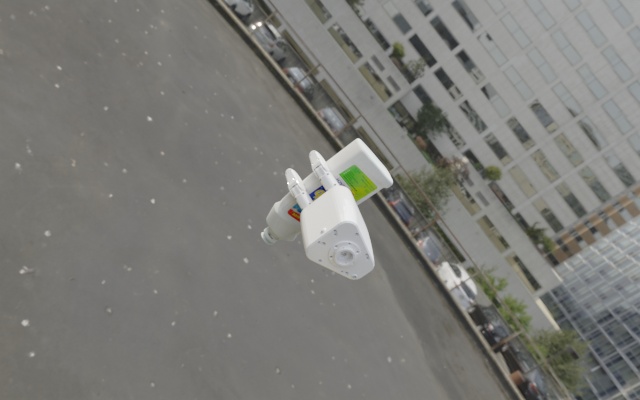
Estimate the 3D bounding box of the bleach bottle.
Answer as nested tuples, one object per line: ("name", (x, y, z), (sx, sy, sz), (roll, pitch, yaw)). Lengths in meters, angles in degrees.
("bleach bottle", (0.000, 0.003, 0.860), (0.251, 0.103, 0.068), (-38, 26, 15))
